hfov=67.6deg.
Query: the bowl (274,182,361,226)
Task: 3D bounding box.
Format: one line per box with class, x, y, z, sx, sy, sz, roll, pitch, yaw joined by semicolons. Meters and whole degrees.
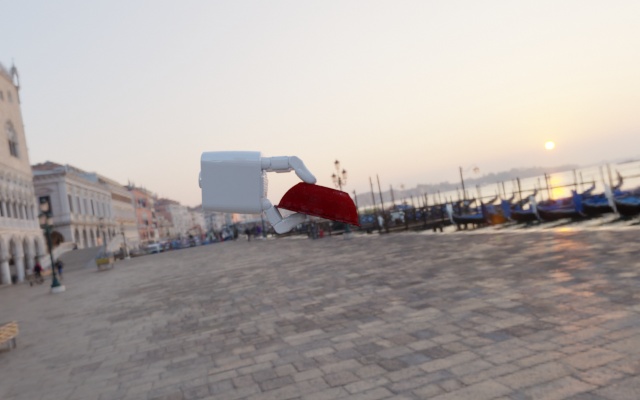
bowl;0.002;0.003;0.861;0.162;0.055;0.162;13;-1;0
